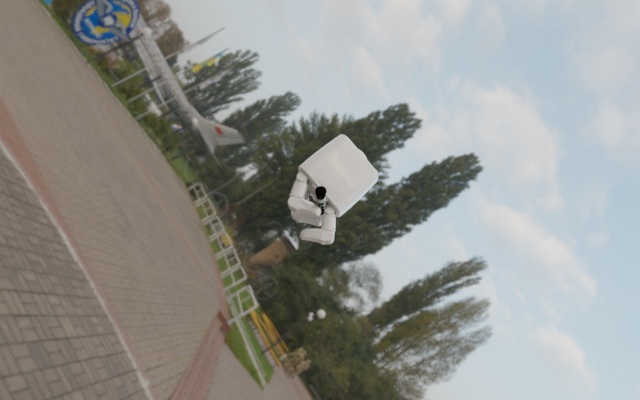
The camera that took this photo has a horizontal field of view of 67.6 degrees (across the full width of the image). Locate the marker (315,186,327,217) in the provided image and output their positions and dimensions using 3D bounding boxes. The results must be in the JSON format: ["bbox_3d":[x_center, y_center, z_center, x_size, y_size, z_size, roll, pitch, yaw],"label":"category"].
[{"bbox_3d":[0.000,0.003,0.830,0.020,0.020,0.121,0,-20,0],"label":"marker"}]
